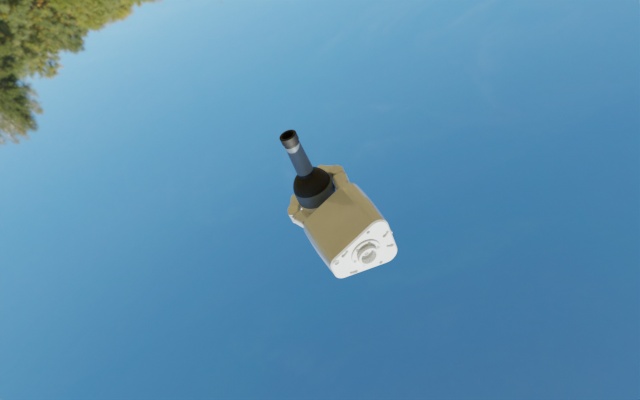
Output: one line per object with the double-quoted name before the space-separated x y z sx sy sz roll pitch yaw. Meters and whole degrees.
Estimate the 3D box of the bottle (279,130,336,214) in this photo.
"bottle" 0.000 0.003 0.814 0.069 0.069 0.296 0 -44 28
